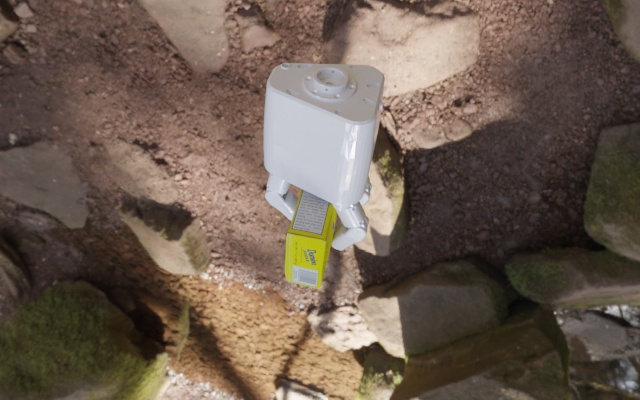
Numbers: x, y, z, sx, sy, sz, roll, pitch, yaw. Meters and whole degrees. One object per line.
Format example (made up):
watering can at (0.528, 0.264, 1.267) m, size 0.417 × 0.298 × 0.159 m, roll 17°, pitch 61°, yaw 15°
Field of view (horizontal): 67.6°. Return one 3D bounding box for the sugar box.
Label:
sugar box at (0.001, 0.002, 0.552) m, size 0.048 × 0.176 × 0.093 m, roll 13°, pitch -41°, yaw 5°
